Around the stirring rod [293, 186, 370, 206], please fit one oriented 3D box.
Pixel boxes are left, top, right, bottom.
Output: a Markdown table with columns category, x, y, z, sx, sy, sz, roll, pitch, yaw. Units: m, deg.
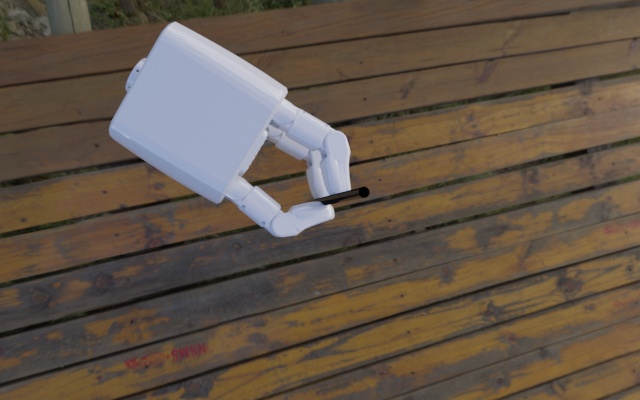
| category | x | y | z | sx | sy | sz | roll | pitch | yaw |
| --- | --- | --- | --- | --- | --- | --- | --- | --- | --- |
| stirring rod | 0.000 | 0.001 | 0.442 | 0.011 | 0.011 | 0.239 | 0 | -3 | -14 |
